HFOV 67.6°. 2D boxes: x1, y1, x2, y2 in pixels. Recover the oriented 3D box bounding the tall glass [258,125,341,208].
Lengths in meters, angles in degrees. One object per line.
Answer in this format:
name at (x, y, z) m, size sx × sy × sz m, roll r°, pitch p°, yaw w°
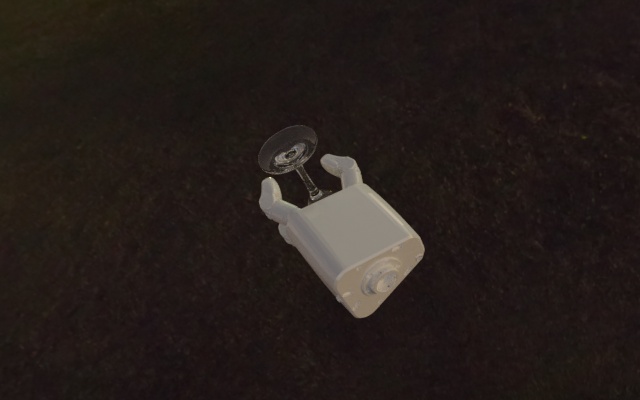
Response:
tall glass at (0.000, 0.001, 0.611) m, size 0.079 × 0.079 × 0.201 m, roll 0°, pitch -38°, yaw 28°
